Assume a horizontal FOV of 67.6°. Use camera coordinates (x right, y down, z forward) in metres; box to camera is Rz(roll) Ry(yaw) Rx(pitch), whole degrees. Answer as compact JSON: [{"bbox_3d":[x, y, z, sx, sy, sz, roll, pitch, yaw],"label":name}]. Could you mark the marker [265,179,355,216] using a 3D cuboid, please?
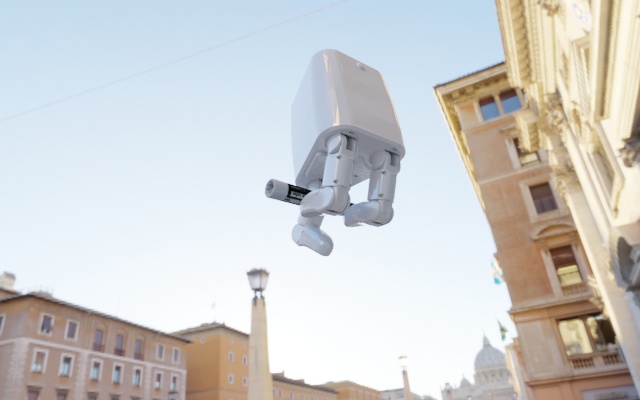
[{"bbox_3d":[0.000,0.002,0.480,0.121,0.020,0.020,16,-9,-35],"label":"marker"}]
